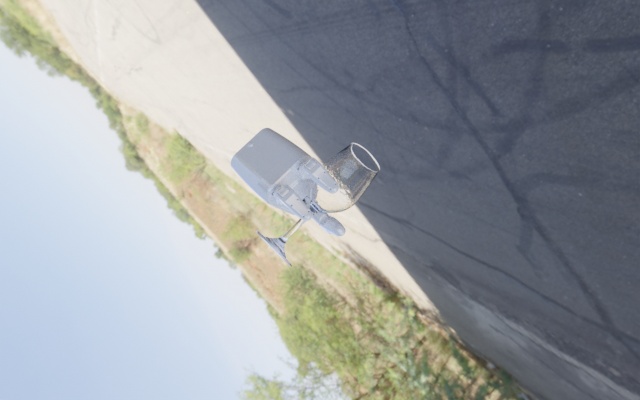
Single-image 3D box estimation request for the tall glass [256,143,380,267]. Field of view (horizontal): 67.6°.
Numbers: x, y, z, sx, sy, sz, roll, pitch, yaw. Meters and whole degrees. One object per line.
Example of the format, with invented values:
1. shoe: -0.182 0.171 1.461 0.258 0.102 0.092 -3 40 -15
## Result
1. tall glass: 0.000 0.003 0.721 0.201 0.079 0.079 -45 9 -9
